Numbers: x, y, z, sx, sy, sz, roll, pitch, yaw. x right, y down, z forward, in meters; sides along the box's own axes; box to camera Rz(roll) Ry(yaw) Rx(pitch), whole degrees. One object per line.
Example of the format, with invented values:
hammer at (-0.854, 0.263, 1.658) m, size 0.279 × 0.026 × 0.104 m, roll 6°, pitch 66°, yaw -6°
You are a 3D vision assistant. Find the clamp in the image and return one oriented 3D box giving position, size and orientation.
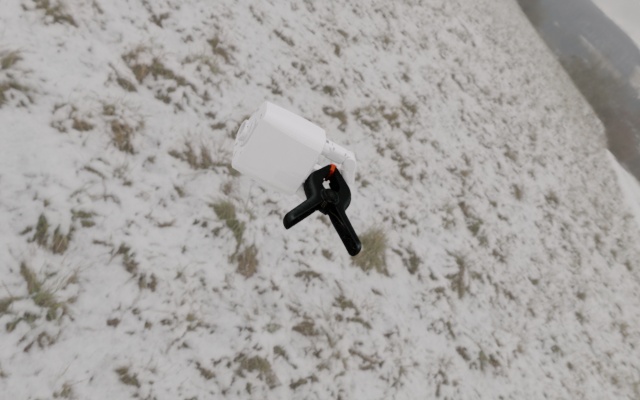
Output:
clamp at (0.001, 0.002, 0.721) m, size 0.120 × 0.171 × 0.039 m, roll 23°, pitch -53°, yaw -24°
